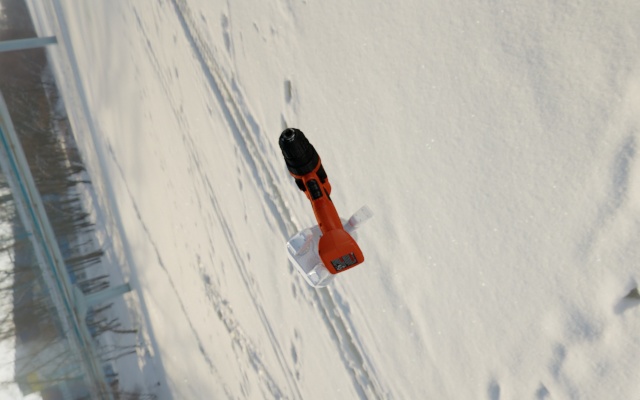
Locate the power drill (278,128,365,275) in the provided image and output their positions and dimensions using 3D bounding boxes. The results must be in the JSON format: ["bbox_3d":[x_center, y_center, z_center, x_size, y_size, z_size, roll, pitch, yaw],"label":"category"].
[{"bbox_3d":[0.000,0.003,0.701,0.057,0.187,0.184,-23,-29,5],"label":"power drill"}]
